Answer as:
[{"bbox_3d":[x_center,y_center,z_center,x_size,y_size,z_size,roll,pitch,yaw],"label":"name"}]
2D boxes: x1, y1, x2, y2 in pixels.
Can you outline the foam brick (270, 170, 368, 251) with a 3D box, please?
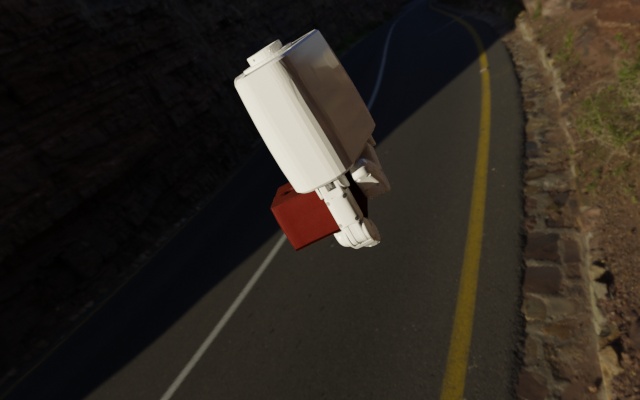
[{"bbox_3d":[0.000,0.002,0.454,0.078,0.051,0.053,-26,21,16],"label":"foam brick"}]
